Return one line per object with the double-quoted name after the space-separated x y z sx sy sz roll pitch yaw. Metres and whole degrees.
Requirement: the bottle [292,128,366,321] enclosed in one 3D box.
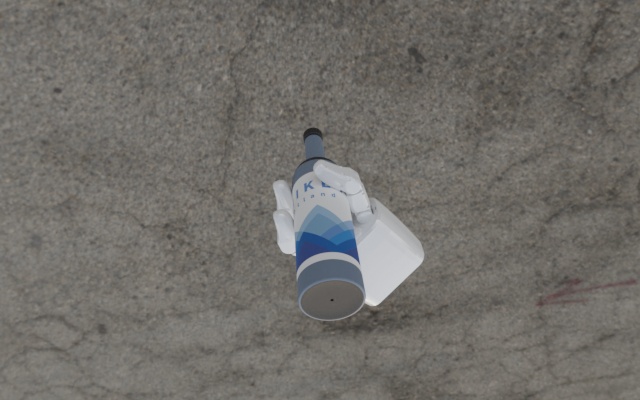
0.000 0.002 0.574 0.069 0.069 0.295 0 40 -6 "bottle"
